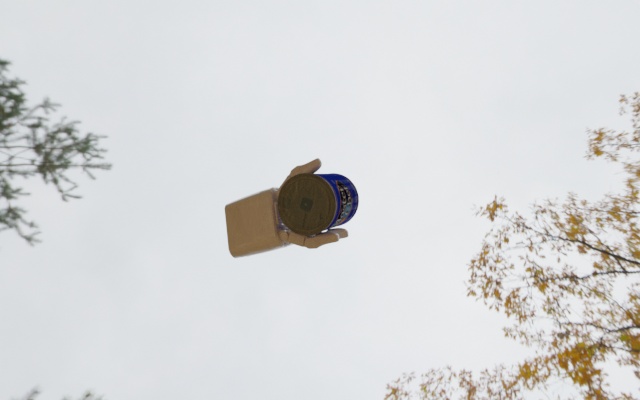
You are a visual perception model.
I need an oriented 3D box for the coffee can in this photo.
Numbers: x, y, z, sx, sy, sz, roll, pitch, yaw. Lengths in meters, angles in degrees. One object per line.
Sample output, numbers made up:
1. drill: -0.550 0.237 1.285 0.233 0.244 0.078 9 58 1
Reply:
1. coffee can: 0.000 0.003 0.841 0.103 0.103 0.140 0 3 20
